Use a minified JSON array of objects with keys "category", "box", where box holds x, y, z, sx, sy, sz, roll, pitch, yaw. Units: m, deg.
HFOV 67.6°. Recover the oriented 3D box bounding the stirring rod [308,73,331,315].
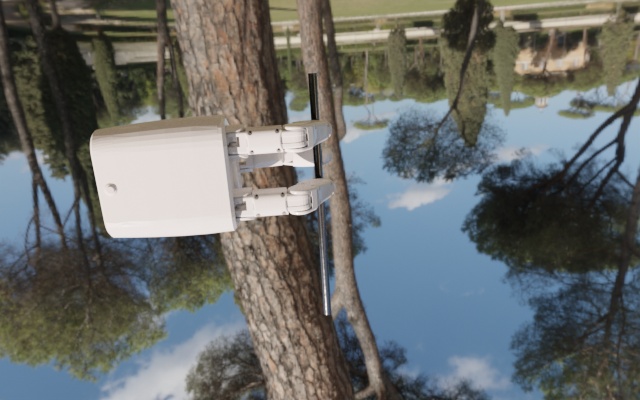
[{"category":"stirring rod","box":[0.000,0.001,0.460,0.011,0.239,0.011,-3,16,1]}]
